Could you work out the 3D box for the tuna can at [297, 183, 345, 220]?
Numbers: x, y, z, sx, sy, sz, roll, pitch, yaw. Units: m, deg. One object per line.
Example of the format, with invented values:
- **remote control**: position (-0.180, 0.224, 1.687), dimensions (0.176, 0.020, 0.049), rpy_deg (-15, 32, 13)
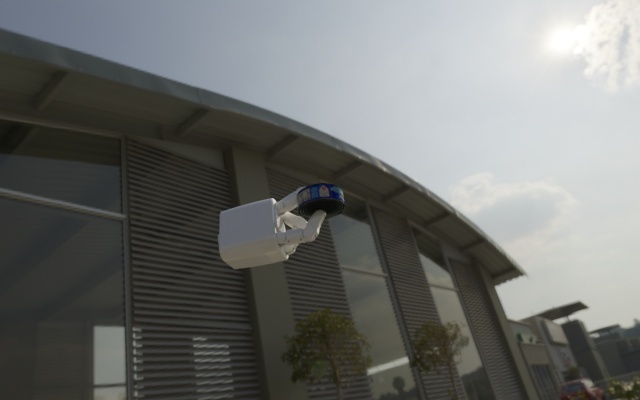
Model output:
- **tuna can**: position (0.000, 0.002, 0.857), dimensions (0.086, 0.033, 0.086), rpy_deg (-6, -26, -3)
